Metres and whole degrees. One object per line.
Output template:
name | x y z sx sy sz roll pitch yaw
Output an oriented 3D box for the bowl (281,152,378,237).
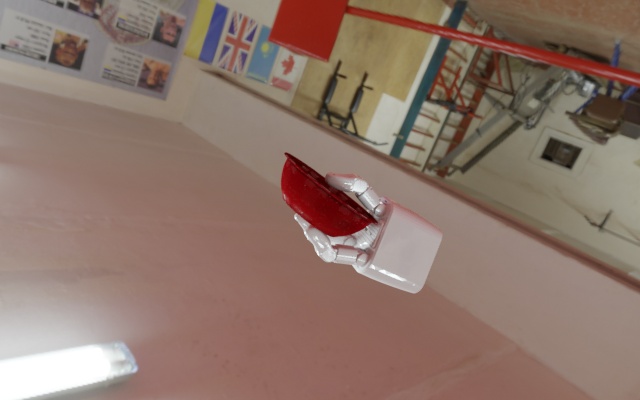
bowl | -0.001 0.002 0.664 0.162 0.055 0.162 38 6 -4
